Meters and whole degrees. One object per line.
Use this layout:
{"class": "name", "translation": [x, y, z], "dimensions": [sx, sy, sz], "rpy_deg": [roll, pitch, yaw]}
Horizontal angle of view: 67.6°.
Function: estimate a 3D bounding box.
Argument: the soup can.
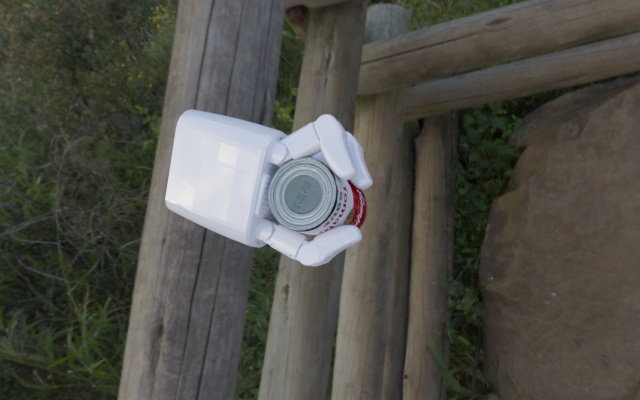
{"class": "soup can", "translation": [0.000, 0.002, 0.460], "dimensions": [0.068, 0.068, 0.102], "rpy_deg": [0, -9, 20]}
